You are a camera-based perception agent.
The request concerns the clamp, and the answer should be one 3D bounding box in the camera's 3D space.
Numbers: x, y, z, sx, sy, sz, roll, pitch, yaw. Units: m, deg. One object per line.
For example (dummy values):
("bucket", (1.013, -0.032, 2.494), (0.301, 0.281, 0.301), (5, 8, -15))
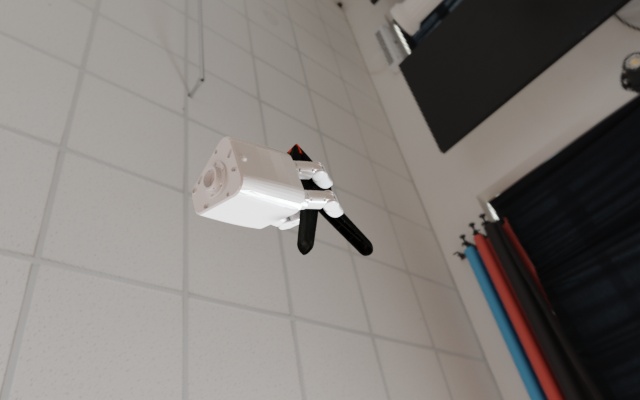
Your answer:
("clamp", (-0.001, 0.002, 0.754), (0.036, 0.209, 0.164), (-40, -36, 28))
